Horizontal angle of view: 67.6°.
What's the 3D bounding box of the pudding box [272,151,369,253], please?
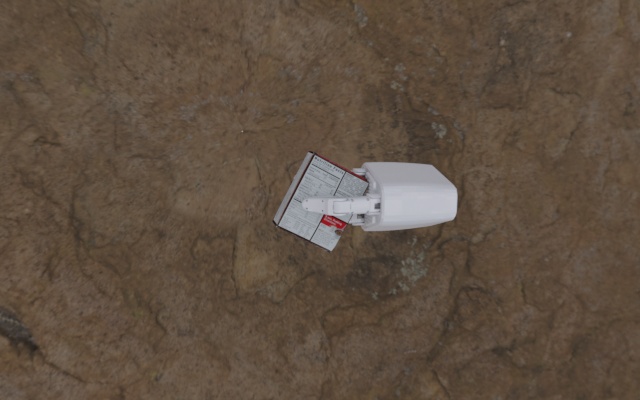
[{"bbox_3d":[0.000,0.002,0.646,0.090,0.113,0.039,27,1,-15],"label":"pudding box"}]
